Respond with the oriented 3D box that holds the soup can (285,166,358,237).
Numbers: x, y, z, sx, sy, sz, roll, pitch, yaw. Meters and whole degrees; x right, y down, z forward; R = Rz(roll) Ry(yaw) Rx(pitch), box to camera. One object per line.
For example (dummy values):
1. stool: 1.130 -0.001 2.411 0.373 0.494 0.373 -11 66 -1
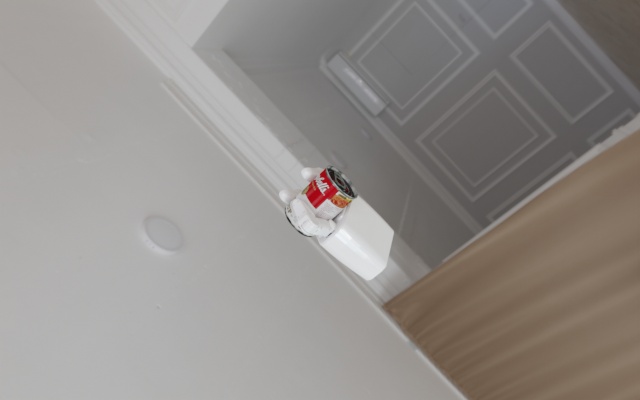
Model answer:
1. soup can: 0.000 0.002 0.764 0.102 0.068 0.068 -43 -19 22
